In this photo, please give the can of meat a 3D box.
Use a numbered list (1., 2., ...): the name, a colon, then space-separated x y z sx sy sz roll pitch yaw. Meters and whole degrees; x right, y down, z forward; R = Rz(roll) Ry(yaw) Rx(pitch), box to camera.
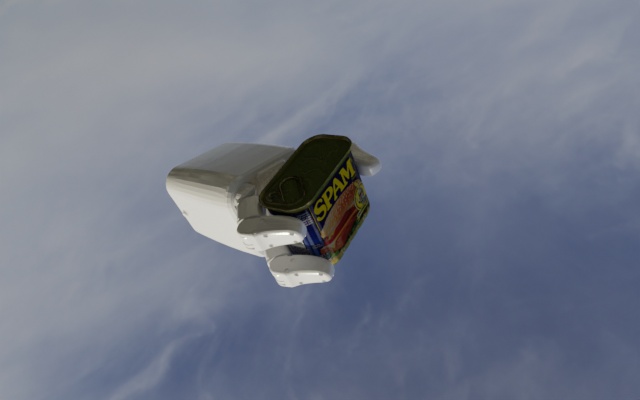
1. can of meat: 0.000 0.002 0.455 0.057 0.084 0.102 10 50 35
